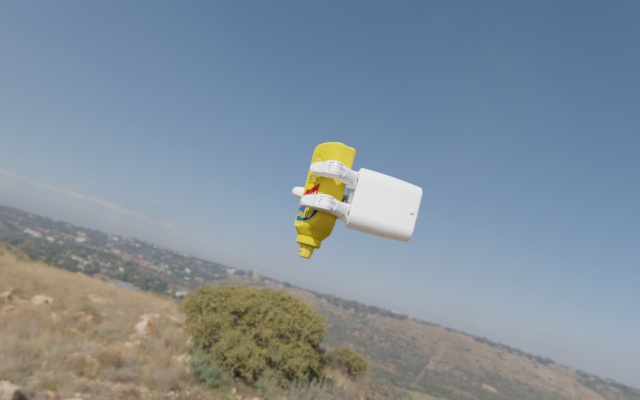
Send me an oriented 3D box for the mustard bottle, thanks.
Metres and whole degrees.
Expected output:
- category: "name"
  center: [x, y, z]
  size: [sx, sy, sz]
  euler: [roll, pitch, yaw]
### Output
- category: "mustard bottle"
  center: [0.000, 0.002, 0.794]
  size: [0.058, 0.191, 0.096]
  euler: [21, -11, -27]
